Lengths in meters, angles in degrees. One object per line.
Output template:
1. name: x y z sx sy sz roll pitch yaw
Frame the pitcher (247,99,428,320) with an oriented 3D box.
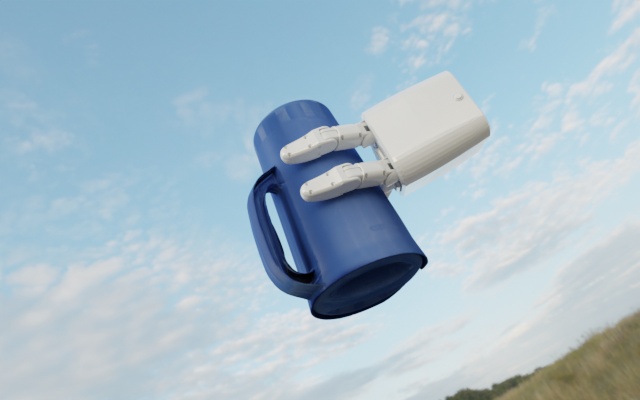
1. pitcher: 0.000 0.002 0.542 0.145 0.242 0.149 -28 -30 4
